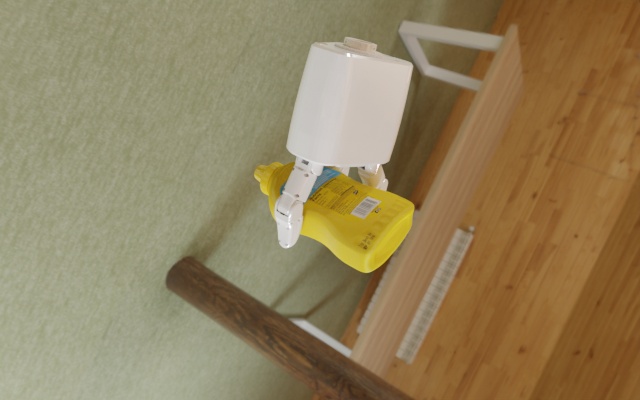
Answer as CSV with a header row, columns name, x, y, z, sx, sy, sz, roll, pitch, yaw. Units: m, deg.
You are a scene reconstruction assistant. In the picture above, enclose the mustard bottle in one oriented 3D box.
name,x,y,z,sx,sy,sz,roll,pitch,yaw
mustard bottle,0.000,0.002,0.536,0.191,0.058,0.096,27,50,28
